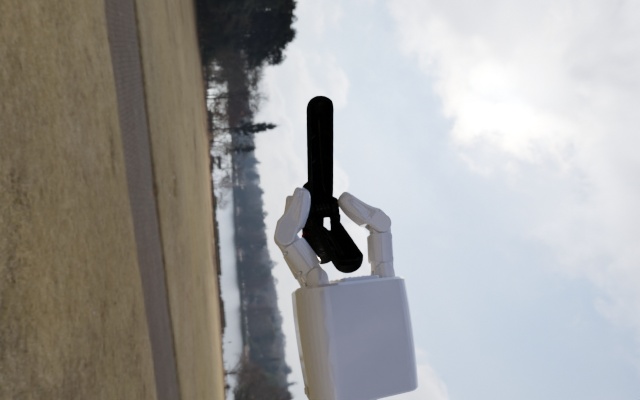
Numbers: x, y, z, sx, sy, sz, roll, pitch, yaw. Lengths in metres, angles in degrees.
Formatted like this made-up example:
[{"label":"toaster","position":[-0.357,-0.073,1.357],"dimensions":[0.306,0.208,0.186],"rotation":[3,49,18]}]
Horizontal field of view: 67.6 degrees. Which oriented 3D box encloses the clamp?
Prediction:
[{"label":"clamp","position":[0.001,0.002,0.497],"dimensions":[0.036,0.164,0.210],"rotation":[-6,-13,-9]}]
